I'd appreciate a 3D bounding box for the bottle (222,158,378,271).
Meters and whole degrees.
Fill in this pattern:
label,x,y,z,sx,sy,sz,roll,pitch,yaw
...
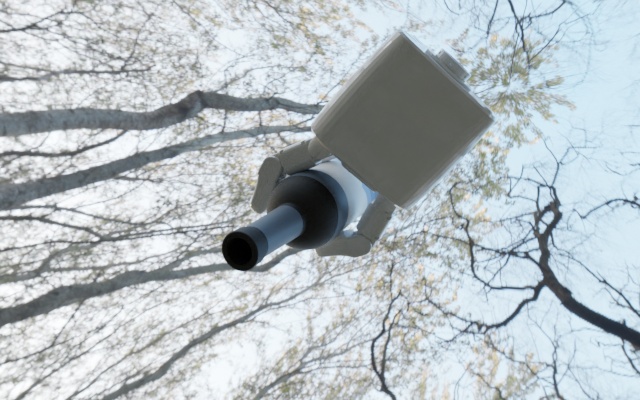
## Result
label,x,y,z,sx,sy,sz,roll,pitch,yaw
bottle,0.000,0.001,0.443,0.069,0.069,0.295,0,12,22
